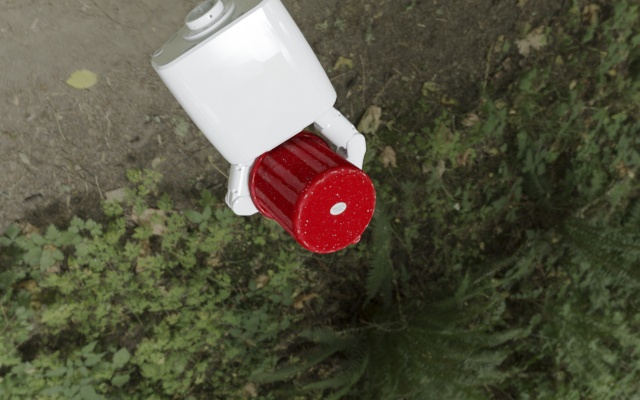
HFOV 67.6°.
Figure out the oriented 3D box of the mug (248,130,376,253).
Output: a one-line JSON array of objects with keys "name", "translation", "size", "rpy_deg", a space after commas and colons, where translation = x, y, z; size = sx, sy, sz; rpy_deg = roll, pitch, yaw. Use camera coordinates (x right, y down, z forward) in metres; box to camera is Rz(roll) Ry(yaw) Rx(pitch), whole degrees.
[{"name": "mug", "translation": [0.001, 0.002, 0.433], "size": [0.081, 0.093, 0.117], "rpy_deg": [39, -11, 50]}]
